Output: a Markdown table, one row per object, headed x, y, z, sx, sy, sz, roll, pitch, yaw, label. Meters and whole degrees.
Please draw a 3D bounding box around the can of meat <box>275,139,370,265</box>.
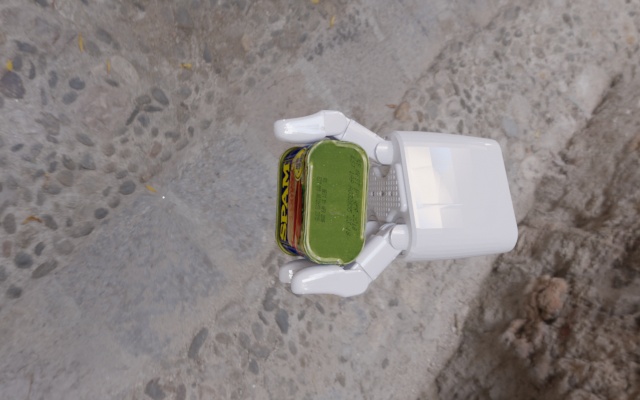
| x | y | z | sx | sy | sz | roll | pitch | yaw | label |
| --- | --- | --- | --- | --- | --- | --- | --- | --- | --- |
| 0.000 | 0.001 | 0.404 | 0.057 | 0.102 | 0.084 | 3 | 0 | -19 | can of meat |
